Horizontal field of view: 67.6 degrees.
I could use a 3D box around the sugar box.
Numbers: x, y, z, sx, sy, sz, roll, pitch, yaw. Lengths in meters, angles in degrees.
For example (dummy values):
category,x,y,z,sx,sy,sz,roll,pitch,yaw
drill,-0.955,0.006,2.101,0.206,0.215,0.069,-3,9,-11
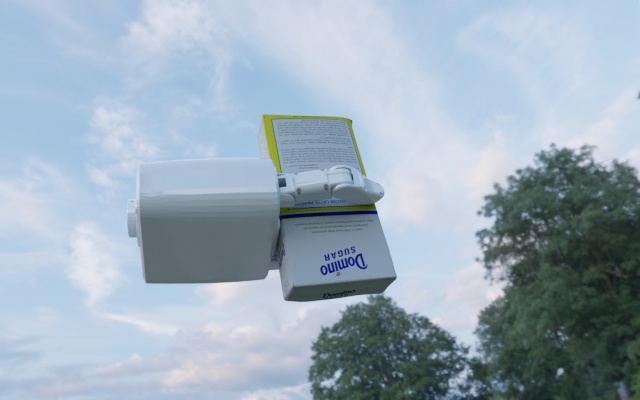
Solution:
category,x,y,z,sx,sy,sz,roll,pitch,yaw
sugar box,0.000,0.002,0.439,0.093,0.176,0.048,-2,-29,-18
